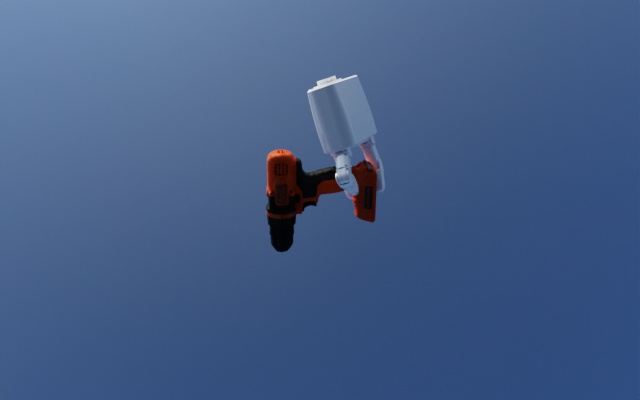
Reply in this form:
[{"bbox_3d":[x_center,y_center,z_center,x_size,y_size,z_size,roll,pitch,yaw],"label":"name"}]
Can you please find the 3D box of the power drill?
[{"bbox_3d":[0.001,0.002,0.822,0.187,0.184,0.057,-3,25,-7],"label":"power drill"}]
